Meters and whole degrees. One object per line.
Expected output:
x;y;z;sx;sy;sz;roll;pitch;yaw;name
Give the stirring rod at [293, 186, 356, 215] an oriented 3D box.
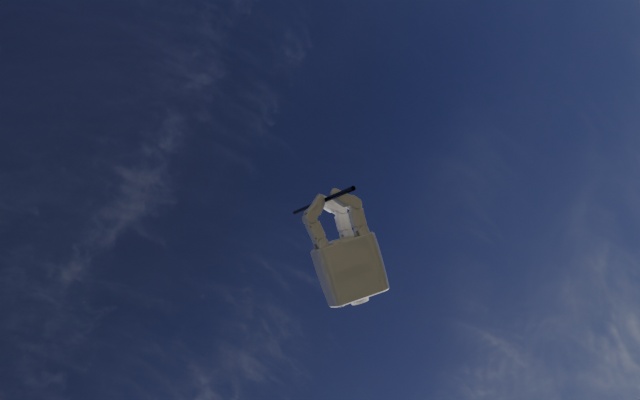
0.000;0.003;0.869;0.011;0.011;0.239;0;-11;-26;stirring rod
